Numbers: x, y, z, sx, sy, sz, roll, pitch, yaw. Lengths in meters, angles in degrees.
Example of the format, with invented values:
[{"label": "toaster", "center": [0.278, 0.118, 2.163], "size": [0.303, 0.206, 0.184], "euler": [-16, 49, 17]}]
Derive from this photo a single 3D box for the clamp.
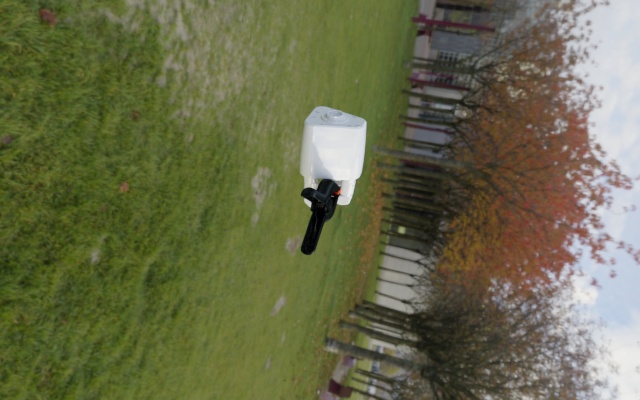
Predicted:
[{"label": "clamp", "center": [0.001, 0.003, 0.841], "size": [0.039, 0.120, 0.171], "euler": [12, 34, 11]}]
